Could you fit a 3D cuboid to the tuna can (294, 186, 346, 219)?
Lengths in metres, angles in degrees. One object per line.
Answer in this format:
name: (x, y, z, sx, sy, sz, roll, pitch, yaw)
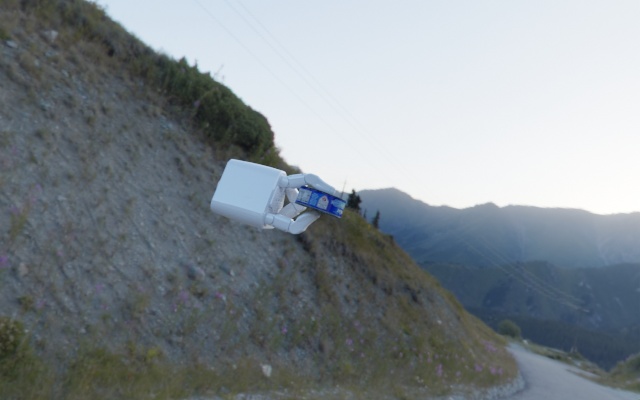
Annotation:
tuna can: (0.000, 0.002, 0.835, 0.086, 0.034, 0.086, 19, -2, 1)
